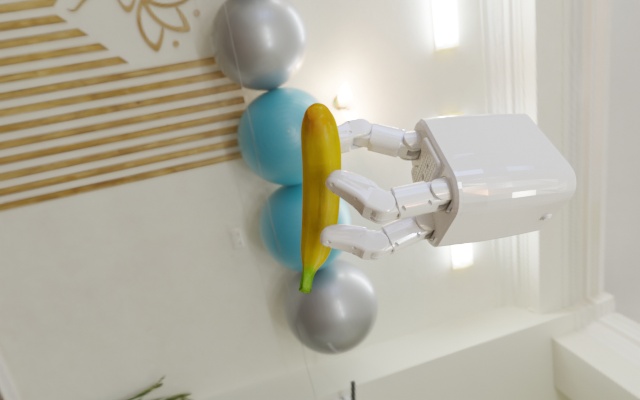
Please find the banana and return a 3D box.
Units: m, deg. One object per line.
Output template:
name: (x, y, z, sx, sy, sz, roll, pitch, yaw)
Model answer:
banana: (0.000, -0.007, 0.433, 0.037, 0.198, 0.069, 2, 36, 0)
